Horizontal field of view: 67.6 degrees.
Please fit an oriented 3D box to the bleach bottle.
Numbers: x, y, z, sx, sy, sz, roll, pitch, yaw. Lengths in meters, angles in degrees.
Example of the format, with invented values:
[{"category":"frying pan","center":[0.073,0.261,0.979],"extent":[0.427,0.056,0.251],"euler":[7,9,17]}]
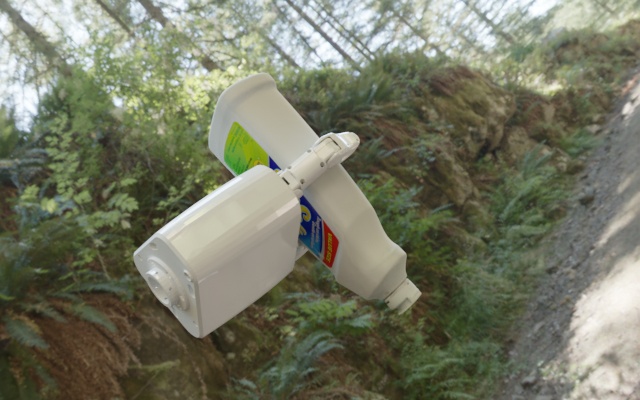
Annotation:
[{"category":"bleach bottle","center":[0.000,0.001,0.452],"extent":[0.068,0.251,0.103],"euler":[-37,-12,-36]}]
